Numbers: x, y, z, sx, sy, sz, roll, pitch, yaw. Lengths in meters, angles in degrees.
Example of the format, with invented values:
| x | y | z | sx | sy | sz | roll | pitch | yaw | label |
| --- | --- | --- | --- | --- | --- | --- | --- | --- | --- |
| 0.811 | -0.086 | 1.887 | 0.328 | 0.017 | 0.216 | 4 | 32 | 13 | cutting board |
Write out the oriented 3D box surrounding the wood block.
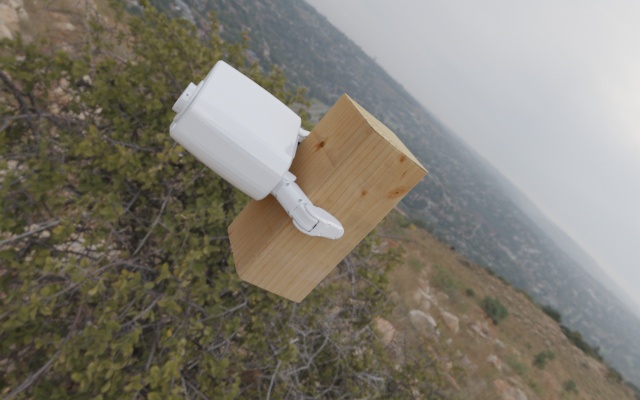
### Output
| x | y | z | sx | sy | sz | roll | pitch | yaw | label |
| --- | --- | --- | --- | --- | --- | --- | --- | --- | --- |
| 0.000 | 0.002 | 0.522 | 0.090 | 0.206 | 0.090 | 31 | 20 | -34 | wood block |
